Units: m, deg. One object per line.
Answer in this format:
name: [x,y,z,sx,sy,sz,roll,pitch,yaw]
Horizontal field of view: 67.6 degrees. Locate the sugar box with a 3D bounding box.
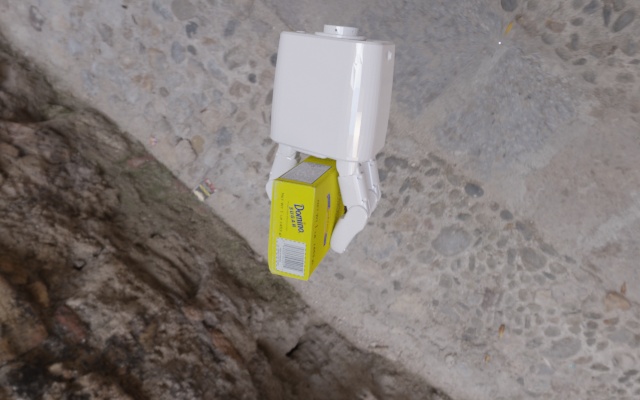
sugar box: [0.001,0.002,0.497,0.048,0.093,0.176,12,22,17]
